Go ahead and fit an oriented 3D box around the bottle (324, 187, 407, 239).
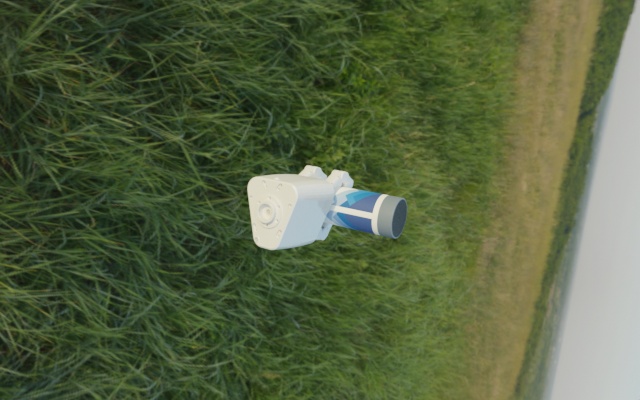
[{"bbox_3d":[0.000,0.003,0.832,0.295,0.069,0.069,12,6,29],"label":"bottle"}]
